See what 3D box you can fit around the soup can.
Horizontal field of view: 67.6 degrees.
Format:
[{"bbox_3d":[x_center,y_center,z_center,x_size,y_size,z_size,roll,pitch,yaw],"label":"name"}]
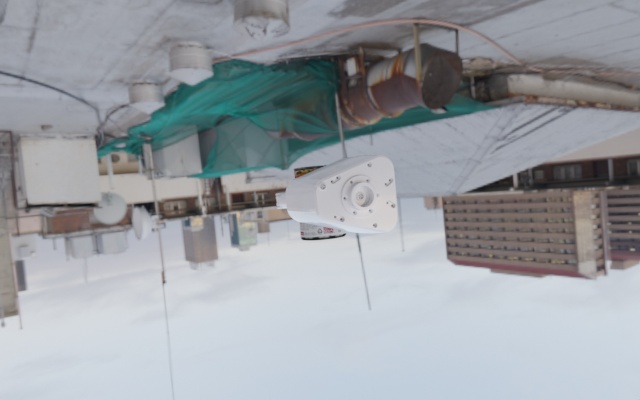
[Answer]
[{"bbox_3d":[0.000,0.003,0.683,0.068,0.102,0.068,-5,2,0],"label":"soup can"}]
